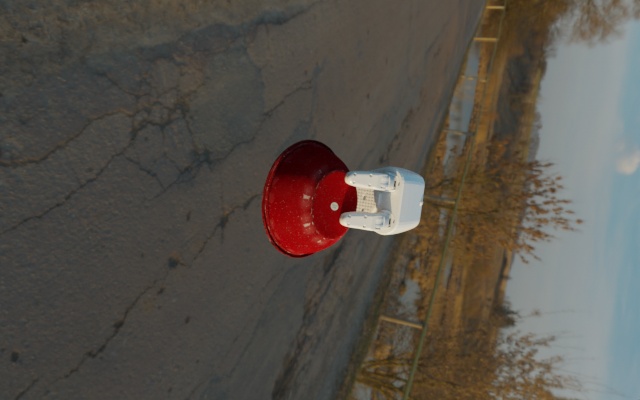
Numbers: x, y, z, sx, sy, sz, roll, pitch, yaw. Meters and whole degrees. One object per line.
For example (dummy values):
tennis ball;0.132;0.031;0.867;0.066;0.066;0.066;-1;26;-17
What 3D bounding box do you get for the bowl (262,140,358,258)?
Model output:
bowl;0.000;0.002;0.630;0.055;0.162;0.162;11;7;42
